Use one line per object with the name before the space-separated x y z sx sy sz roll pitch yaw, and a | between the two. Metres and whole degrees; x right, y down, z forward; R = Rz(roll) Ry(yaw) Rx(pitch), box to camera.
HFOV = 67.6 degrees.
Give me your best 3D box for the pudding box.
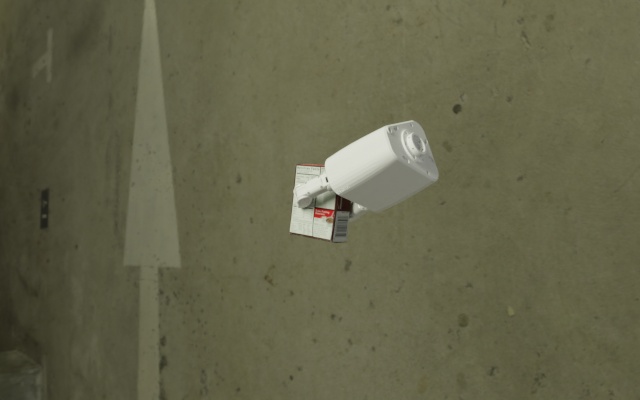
pudding box | 0.000 0.002 0.723 0.090 0.113 0.039 7 1 41
